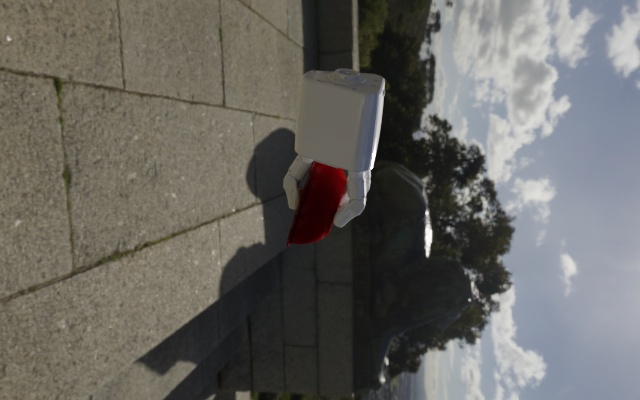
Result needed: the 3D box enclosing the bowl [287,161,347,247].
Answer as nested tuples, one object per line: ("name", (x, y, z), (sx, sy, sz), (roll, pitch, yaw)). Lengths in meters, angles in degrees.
("bowl", (0.000, 0.003, 0.725), (0.055, 0.162, 0.162), (19, 0, 1))
